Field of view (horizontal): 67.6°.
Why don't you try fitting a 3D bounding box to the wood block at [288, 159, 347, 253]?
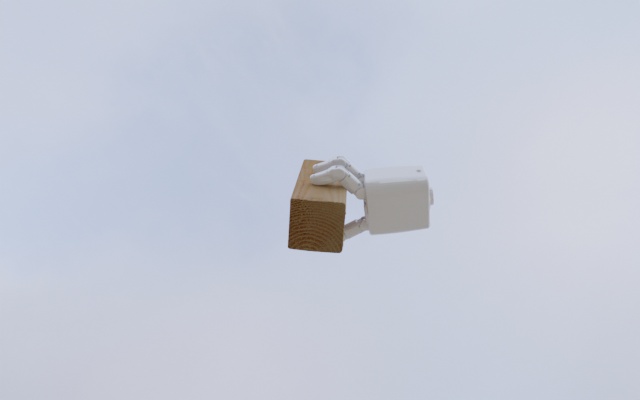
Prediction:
[{"bbox_3d":[0.001,0.003,0.845,0.090,0.091,0.206,5,22,3],"label":"wood block"}]
